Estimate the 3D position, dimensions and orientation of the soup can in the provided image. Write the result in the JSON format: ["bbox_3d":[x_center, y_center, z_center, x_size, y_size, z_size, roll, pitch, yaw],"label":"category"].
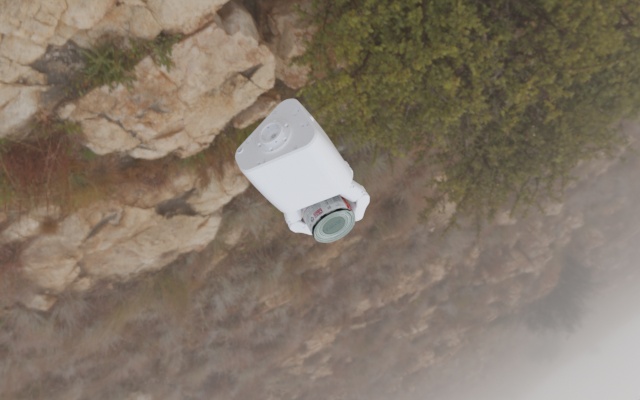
[{"bbox_3d":[0.000,0.003,0.694,0.068,0.068,0.102,0,43,-33],"label":"soup can"}]
